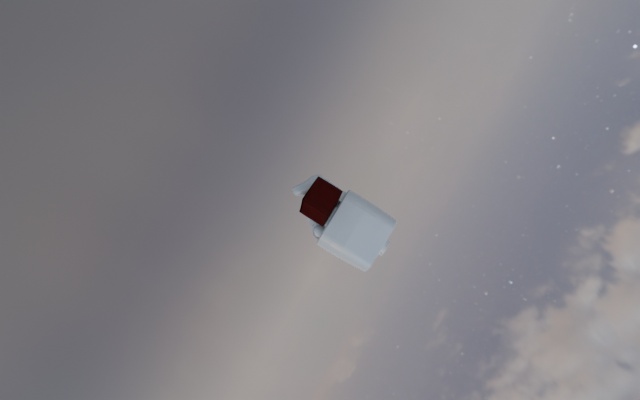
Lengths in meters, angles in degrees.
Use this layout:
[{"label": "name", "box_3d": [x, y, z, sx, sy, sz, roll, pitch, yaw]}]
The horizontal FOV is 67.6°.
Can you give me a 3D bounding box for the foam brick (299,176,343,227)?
[{"label": "foam brick", "box_3d": [0.000, 0.003, 0.830, 0.051, 0.053, 0.078, 32, -17, 4]}]
